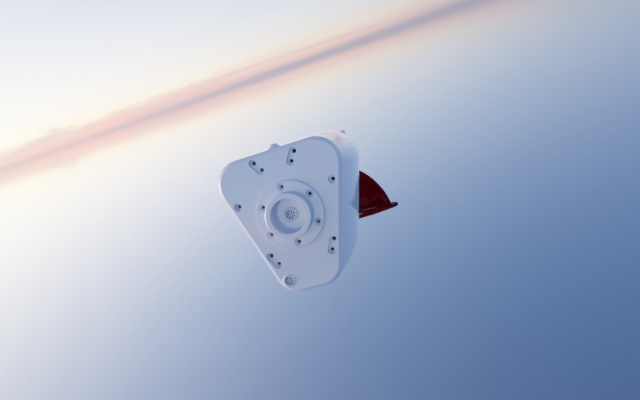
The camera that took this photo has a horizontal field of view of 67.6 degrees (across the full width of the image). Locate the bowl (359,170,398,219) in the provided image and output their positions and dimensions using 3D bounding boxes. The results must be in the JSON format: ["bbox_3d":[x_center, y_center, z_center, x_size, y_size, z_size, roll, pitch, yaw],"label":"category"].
[{"bbox_3d":[0.000,0.001,0.526,0.162,0.055,0.162,-15,-6,-2],"label":"bowl"}]
